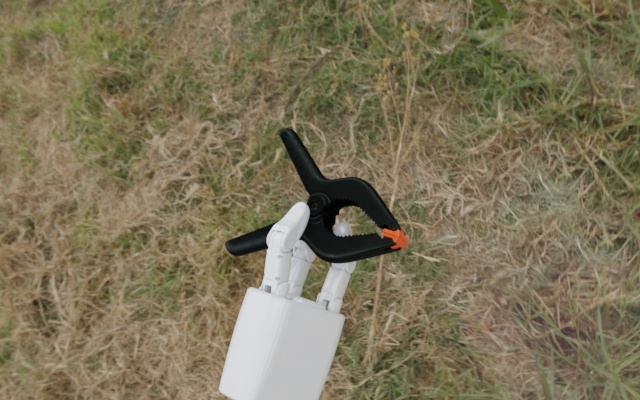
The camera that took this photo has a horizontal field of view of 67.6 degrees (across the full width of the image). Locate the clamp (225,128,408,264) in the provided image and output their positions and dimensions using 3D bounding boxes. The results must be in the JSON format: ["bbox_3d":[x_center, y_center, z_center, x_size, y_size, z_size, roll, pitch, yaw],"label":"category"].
[{"bbox_3d":[0.000,0.002,0.524,0.210,0.164,0.036,11,-13,32],"label":"clamp"}]
